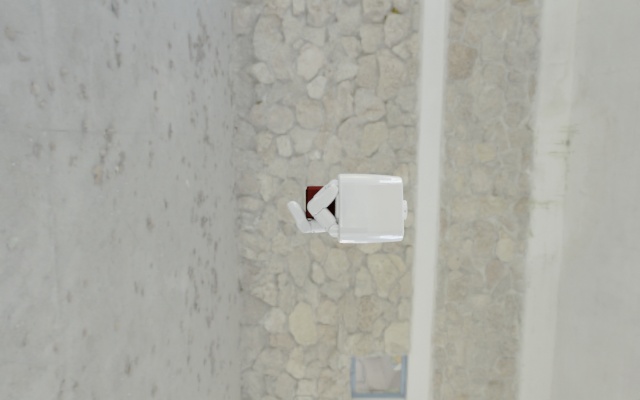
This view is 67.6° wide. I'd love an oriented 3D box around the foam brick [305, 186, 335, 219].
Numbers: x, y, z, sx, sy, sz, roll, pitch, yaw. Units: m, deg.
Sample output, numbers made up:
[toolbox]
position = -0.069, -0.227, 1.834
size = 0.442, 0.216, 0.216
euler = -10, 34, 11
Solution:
[foam brick]
position = 0.000, 0.003, 0.853
size = 0.051, 0.053, 0.078
euler = 0, 7, 0
